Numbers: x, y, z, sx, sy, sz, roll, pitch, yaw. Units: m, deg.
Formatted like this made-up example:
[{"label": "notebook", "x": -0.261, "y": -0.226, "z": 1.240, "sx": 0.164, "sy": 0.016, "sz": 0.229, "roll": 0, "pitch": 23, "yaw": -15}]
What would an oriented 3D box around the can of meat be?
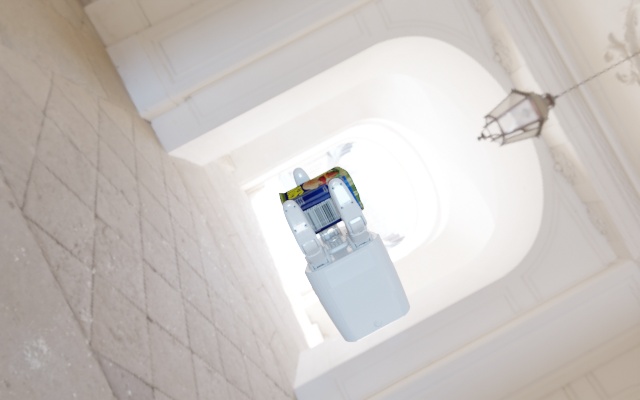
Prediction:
[{"label": "can of meat", "x": 0.000, "y": 0.002, "z": 0.572, "sx": 0.084, "sy": 0.057, "sz": 0.102, "roll": -27, "pitch": 11, "yaw": -2}]
